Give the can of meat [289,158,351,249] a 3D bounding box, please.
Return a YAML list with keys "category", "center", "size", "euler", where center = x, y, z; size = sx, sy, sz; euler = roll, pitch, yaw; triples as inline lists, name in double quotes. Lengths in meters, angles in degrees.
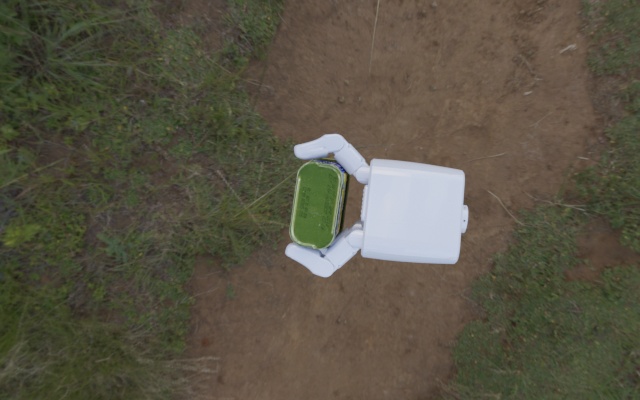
- category: "can of meat"
  center: [0.000, 0.002, 0.561]
  size: [0.057, 0.102, 0.084]
  euler: [9, 7, 6]
